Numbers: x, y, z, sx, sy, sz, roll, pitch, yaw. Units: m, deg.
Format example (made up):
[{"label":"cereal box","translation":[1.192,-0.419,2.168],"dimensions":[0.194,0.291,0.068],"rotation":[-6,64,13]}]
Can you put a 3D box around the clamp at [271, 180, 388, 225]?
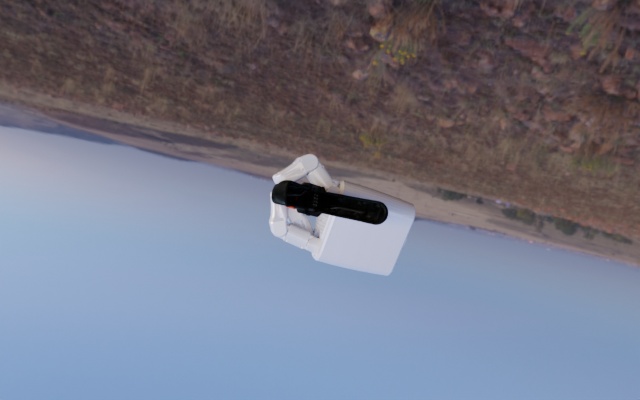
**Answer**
[{"label":"clamp","translation":[0.000,0.002,0.539],"dimensions":[0.120,0.039,0.171],"rotation":[18,0,-11]}]
